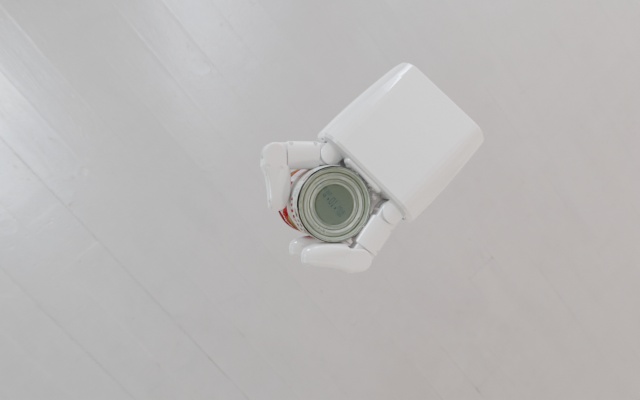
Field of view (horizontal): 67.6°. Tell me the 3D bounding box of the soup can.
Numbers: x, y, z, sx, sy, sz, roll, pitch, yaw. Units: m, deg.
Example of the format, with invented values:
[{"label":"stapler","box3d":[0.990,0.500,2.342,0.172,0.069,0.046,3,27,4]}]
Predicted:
[{"label":"soup can","box3d":[0.000,0.002,0.452,0.068,0.068,0.102,0,2,-15]}]
